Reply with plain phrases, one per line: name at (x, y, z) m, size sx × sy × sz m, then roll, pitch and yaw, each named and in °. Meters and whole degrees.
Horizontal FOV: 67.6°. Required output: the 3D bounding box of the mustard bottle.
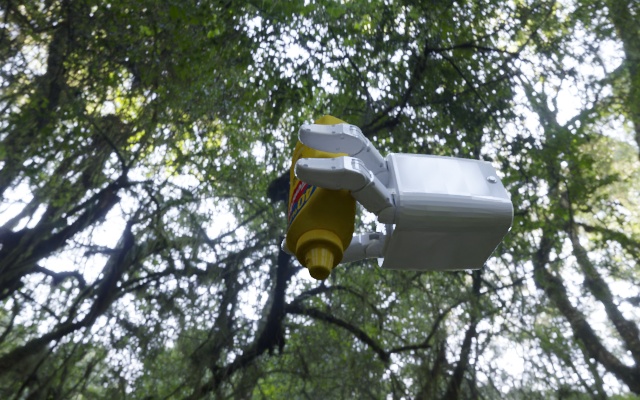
mustard bottle at (0.000, 0.001, 0.467) m, size 0.058 × 0.096 × 0.191 m, roll 22°, pitch 35°, yaw -17°
